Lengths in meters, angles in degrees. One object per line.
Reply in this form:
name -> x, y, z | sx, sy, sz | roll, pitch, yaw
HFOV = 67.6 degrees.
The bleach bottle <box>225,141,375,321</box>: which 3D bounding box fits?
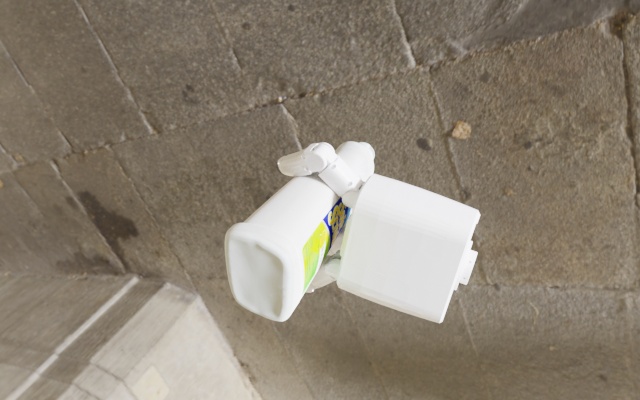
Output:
bleach bottle -> 0.000, 0.002, 0.495 | 0.068, 0.103, 0.250 | 19, 41, 18
